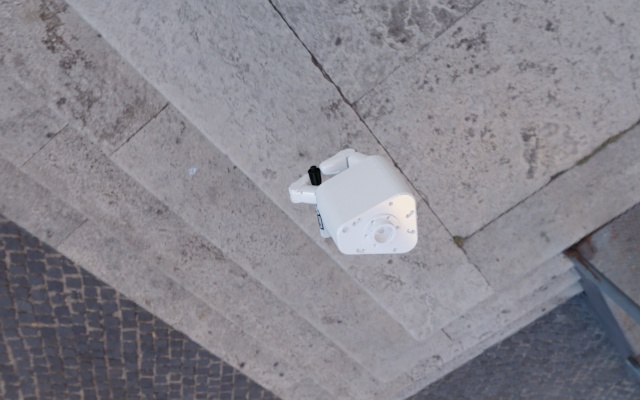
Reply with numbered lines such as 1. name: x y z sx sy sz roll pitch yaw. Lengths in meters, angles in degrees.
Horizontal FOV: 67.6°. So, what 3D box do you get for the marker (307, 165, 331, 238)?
1. marker: 0.000 0.002 0.710 0.020 0.121 0.020 -8 32 5
